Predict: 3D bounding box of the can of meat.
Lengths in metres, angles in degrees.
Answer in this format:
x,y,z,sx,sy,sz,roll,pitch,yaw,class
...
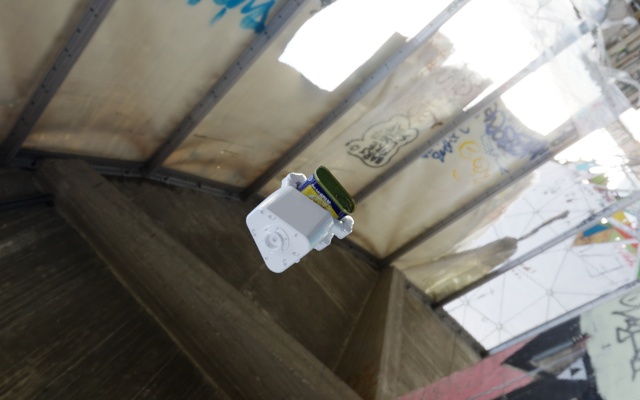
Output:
x,y,z,sx,sy,sz,roll,pitch,yaw,class
0.000,0.003,0.870,0.084,0.102,0.057,-39,5,27,can of meat
